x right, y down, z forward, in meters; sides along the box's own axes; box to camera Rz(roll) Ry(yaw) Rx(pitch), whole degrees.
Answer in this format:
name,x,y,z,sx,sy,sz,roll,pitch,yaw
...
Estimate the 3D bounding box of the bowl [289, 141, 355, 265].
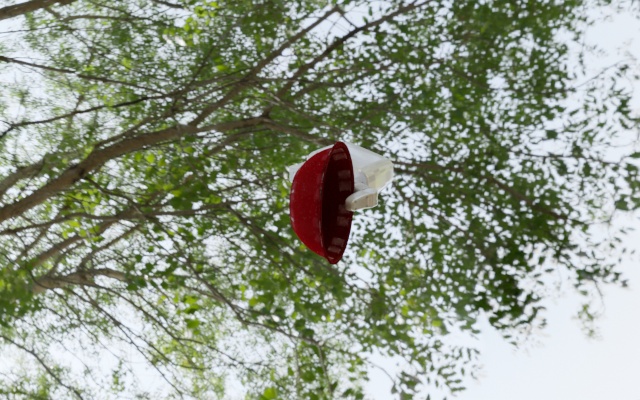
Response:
name,x,y,z,sx,sy,sz,roll,pitch,yaw
bowl,-0.001,0.002,0.630,0.055,0.162,0.162,4,1,17
